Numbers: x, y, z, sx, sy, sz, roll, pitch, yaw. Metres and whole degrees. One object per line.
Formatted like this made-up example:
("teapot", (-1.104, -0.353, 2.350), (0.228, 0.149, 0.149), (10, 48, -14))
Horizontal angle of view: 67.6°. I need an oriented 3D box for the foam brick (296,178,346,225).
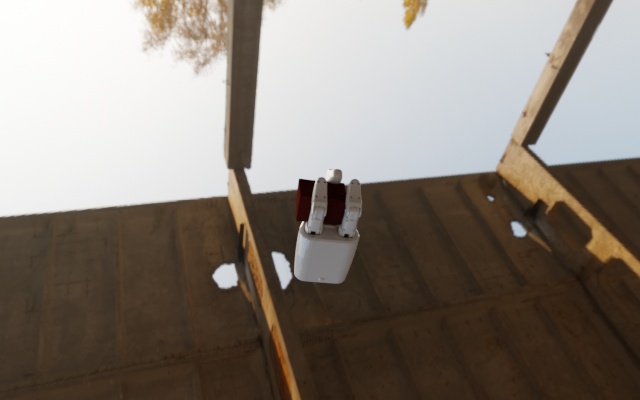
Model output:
("foam brick", (0.000, 0.002, 0.777), (0.078, 0.051, 0.053), (6, 36, -7))
